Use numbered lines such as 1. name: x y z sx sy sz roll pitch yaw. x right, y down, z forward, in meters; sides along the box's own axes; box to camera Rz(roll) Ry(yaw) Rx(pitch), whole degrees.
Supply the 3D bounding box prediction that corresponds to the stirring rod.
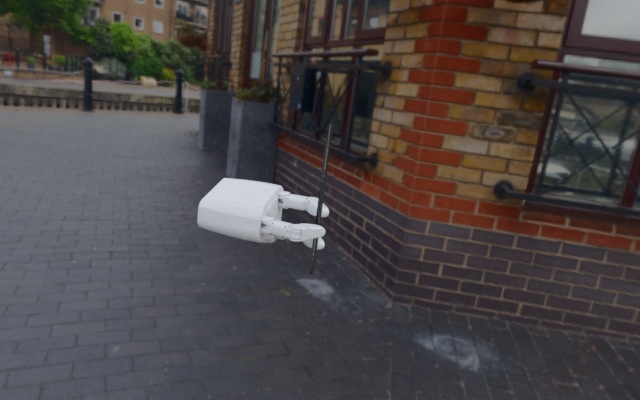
1. stirring rod: 0.000 0.003 0.736 0.011 0.239 0.011 7 14 -2
